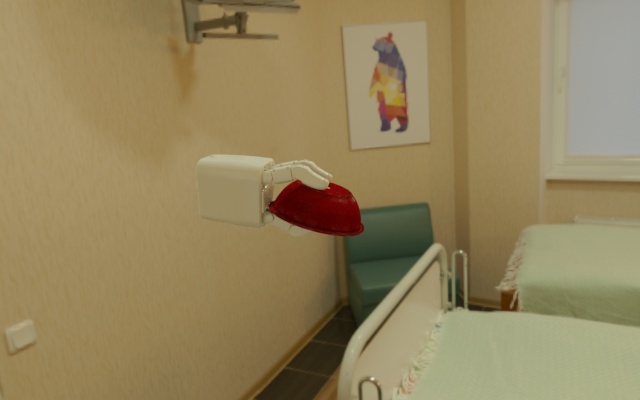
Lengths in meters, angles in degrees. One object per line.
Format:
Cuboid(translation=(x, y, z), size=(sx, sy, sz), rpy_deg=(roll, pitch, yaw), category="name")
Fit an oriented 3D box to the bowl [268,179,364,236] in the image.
Cuboid(translation=(0.002, 0.002, 0.777), size=(0.162, 0.055, 0.162), rpy_deg=(14, 14, -4), category="bowl")
